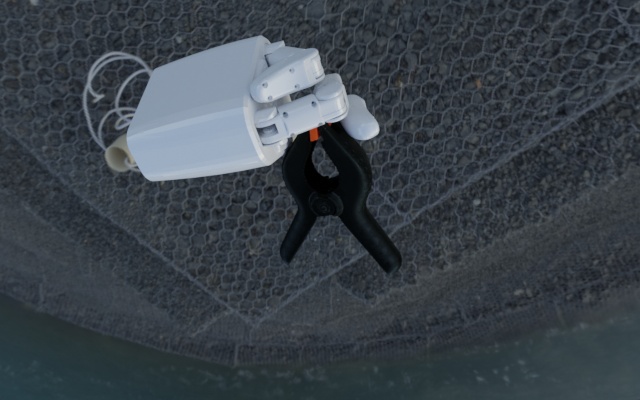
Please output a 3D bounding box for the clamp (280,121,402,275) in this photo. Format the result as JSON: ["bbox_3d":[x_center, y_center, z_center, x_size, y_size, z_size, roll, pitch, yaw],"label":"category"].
[{"bbox_3d":[0.000,0.002,0.430,0.120,0.171,0.039,-8,30,17],"label":"clamp"}]
